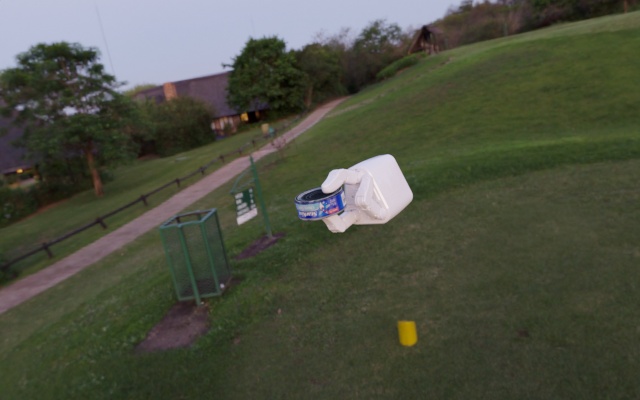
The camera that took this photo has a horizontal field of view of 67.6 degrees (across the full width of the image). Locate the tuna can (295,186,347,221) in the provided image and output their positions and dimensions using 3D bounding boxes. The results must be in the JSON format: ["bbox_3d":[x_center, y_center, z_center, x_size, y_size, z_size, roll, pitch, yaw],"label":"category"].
[{"bbox_3d":[0.000,0.002,0.816,0.086,0.034,0.086,-13,16,4],"label":"tuna can"}]
